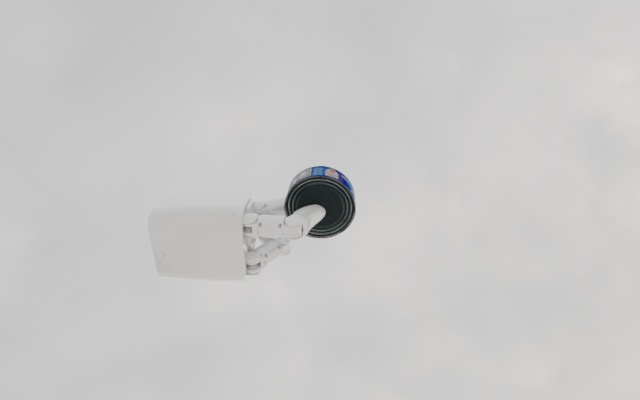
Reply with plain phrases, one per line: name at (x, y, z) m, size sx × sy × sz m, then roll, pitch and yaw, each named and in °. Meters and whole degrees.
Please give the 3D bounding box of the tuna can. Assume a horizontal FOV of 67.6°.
tuna can at (0.000, 0.002, 0.584) m, size 0.086 × 0.086 × 0.033 m, roll 0°, pitch 29°, yaw 3°
